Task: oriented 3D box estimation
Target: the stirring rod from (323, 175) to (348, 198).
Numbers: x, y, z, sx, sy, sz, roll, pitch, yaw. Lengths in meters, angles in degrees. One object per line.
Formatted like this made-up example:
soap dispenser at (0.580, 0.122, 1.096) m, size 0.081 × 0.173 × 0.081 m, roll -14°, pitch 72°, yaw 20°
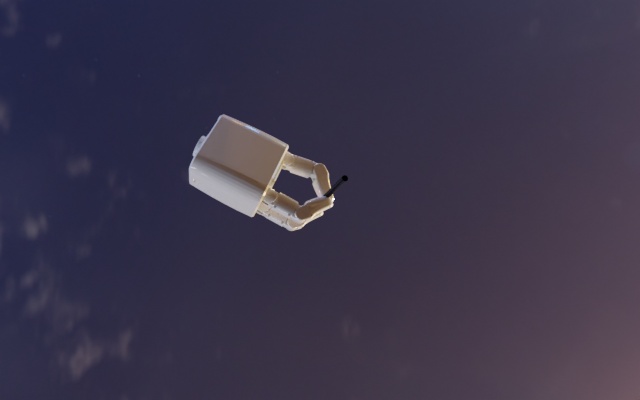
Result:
stirring rod at (0.000, 0.002, 0.703) m, size 0.011 × 0.011 × 0.239 m, roll 0°, pitch -14°, yaw -15°
